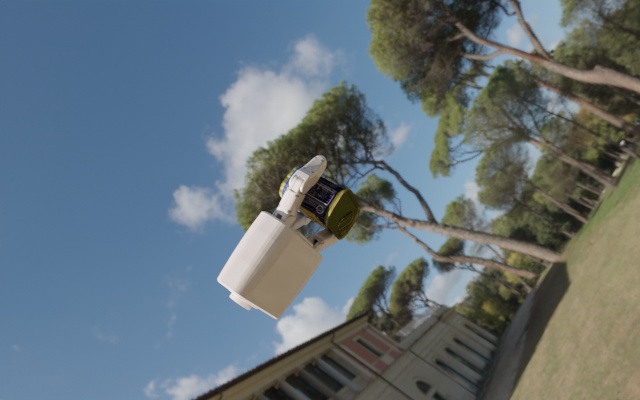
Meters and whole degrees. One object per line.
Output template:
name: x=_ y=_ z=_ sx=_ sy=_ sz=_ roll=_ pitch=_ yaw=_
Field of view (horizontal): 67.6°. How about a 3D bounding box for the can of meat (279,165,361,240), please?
can of meat: x=0.000 y=0.002 z=0.662 sx=0.084 sy=0.057 sz=0.102 roll=30 pitch=-9 yaw=23
